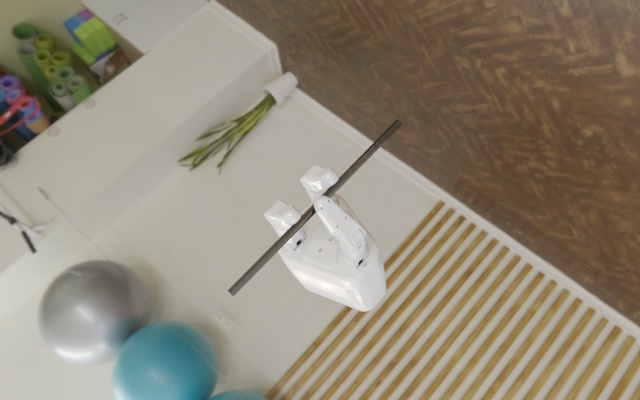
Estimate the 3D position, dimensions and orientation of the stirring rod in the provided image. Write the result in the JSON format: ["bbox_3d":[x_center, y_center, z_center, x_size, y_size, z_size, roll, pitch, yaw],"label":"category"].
[{"bbox_3d":[0.000,0.002,0.463,0.239,0.011,0.011,-45,15,-16],"label":"stirring rod"}]
